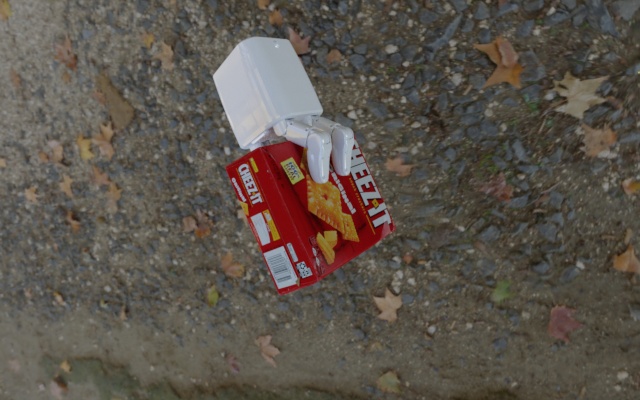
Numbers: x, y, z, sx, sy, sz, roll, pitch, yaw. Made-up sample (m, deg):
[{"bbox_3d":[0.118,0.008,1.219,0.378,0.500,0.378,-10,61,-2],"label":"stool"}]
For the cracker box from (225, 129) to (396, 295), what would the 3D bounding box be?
[{"bbox_3d":[0.000,0.002,0.616,0.072,0.164,0.213,-24,-1,36],"label":"cracker box"}]
